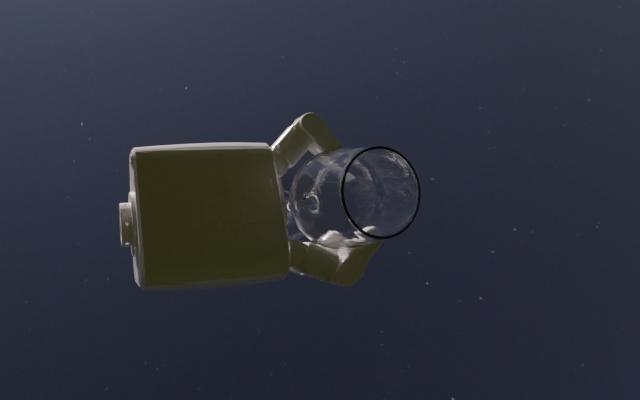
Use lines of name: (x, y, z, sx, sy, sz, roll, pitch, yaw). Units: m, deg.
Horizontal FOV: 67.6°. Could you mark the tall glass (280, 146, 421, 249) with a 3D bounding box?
tall glass: (0.000, 0.001, 0.405, 0.079, 0.079, 0.201, 0, -4, -25)
